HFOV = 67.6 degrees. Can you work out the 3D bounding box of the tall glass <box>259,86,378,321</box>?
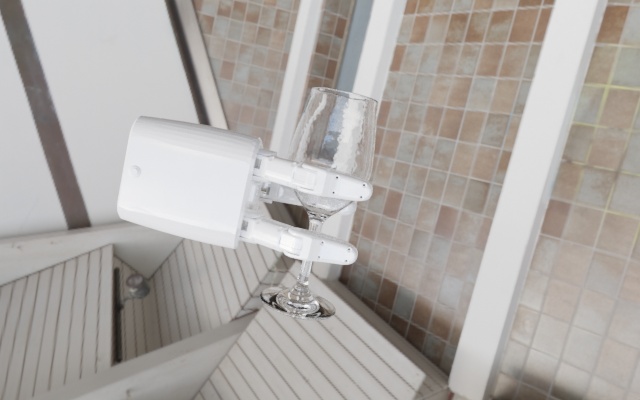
[{"bbox_3d":[0.000,0.002,0.440,0.079,0.201,0.079,13,7,-2],"label":"tall glass"}]
